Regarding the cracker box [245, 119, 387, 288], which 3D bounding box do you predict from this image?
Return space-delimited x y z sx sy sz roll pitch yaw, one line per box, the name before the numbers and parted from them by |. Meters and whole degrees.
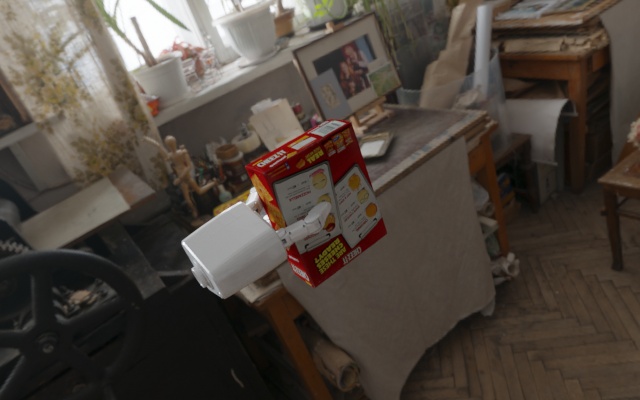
cracker box | 0.000 0.002 0.754 0.164 0.214 0.072 -34 30 -22
